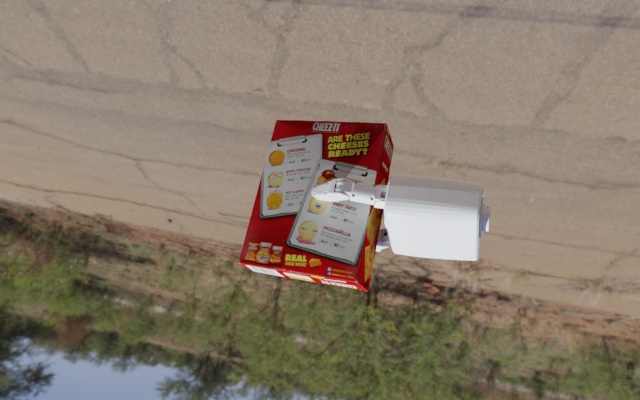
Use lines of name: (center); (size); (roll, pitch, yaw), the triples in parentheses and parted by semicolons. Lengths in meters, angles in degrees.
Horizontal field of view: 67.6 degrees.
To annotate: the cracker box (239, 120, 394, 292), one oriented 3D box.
cracker box: (0.000, 0.002, 0.646); (0.164, 0.213, 0.072); (6, -19, 20)
